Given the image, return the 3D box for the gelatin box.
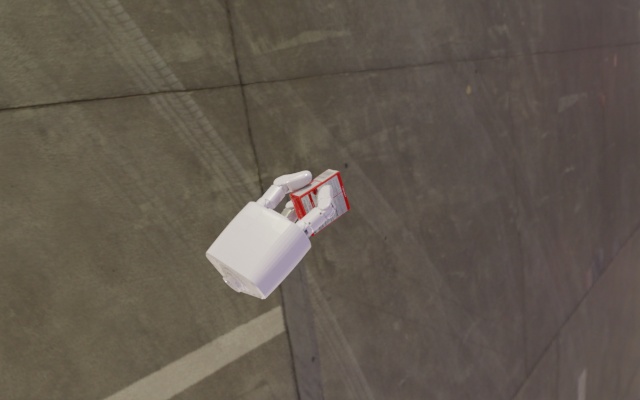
[{"bbox_3d":[0.001,0.002,0.766,0.089,0.073,0.030,-34,31,-27],"label":"gelatin box"}]
